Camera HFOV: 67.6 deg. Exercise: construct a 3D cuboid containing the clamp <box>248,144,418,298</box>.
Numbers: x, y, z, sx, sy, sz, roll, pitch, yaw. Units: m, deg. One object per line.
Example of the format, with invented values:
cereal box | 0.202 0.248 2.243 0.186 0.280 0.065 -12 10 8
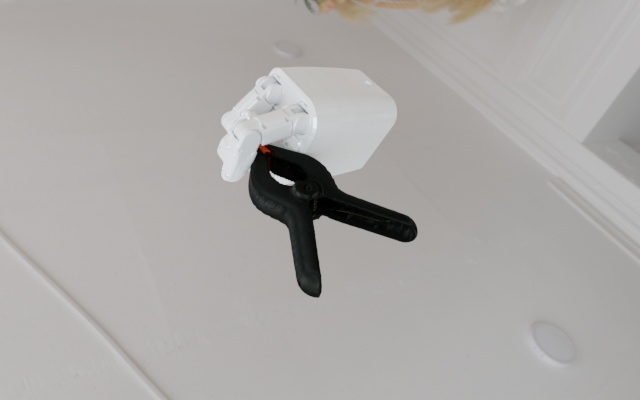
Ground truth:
clamp | 0.000 0.002 0.424 0.120 0.039 0.171 -13 49 -31
